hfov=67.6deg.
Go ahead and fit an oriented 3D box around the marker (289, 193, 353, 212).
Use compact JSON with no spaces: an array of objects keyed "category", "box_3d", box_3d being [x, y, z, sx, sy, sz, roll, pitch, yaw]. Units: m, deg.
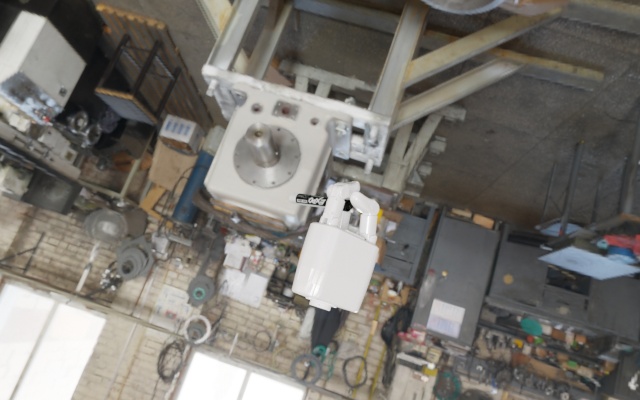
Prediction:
[{"category":"marker","box_3d":[0.000,0.002,0.754,0.121,0.020,0.020,8,5,39]}]
